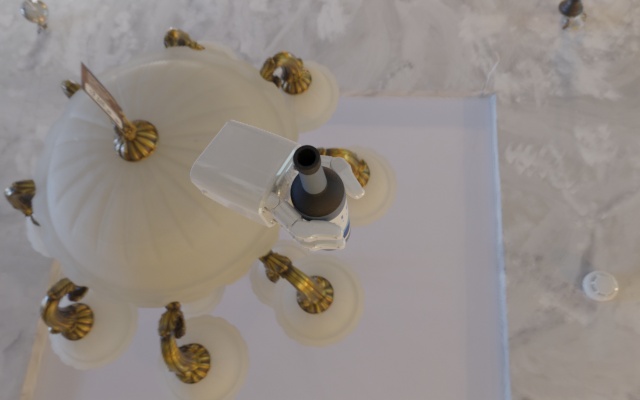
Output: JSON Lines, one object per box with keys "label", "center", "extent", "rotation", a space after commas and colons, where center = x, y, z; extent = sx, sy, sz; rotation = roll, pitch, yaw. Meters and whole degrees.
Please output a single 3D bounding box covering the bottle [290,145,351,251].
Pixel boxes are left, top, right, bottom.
{"label": "bottle", "center": [0.000, 0.002, 0.609], "extent": [0.069, 0.069, 0.296], "rotation": [0, -18, 6]}
